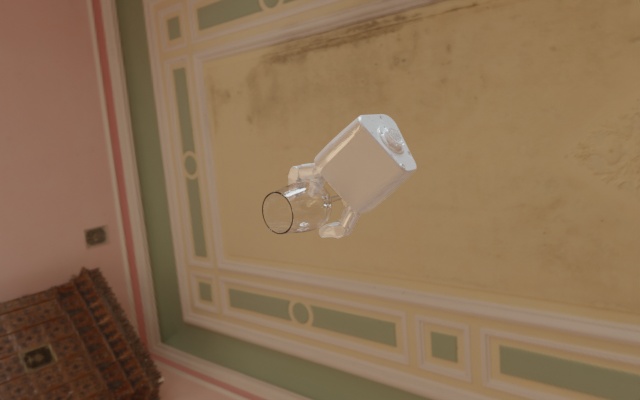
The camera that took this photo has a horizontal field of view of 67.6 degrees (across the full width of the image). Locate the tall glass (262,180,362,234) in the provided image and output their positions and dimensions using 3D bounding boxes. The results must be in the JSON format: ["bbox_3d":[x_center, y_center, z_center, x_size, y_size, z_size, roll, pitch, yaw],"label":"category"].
[{"bbox_3d":[0.000,0.002,0.755,0.079,0.079,0.201,0,9,39],"label":"tall glass"}]
